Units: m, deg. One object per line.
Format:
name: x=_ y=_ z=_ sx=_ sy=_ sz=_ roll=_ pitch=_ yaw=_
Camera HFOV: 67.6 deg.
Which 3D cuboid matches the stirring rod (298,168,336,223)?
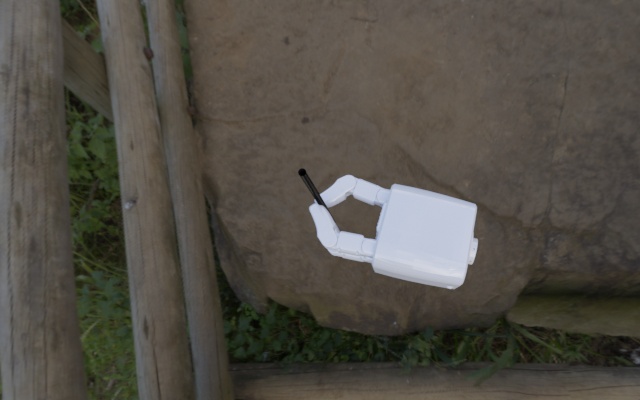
stirring rod: x=0.000 y=0.002 z=0.583 sx=0.011 sy=0.011 sz=0.239 roll=0 pitch=-14 yaw=9
